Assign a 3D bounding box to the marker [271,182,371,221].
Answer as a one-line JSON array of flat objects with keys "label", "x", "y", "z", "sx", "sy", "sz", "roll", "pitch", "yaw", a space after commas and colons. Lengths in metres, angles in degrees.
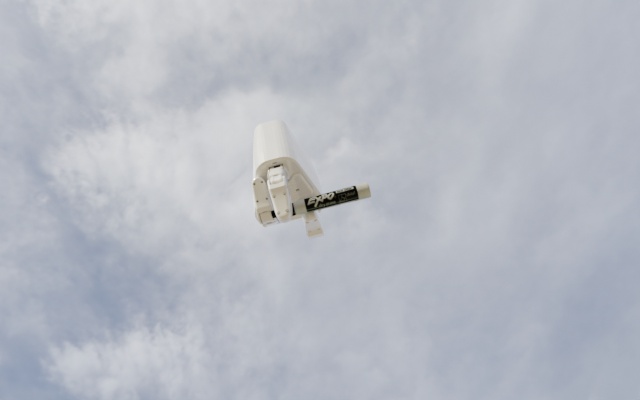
[{"label": "marker", "x": 0.000, "y": 0.002, "z": 0.573, "sx": 0.121, "sy": 0.020, "sz": 0.020, "roll": -14, "pitch": 0, "yaw": 0}]
